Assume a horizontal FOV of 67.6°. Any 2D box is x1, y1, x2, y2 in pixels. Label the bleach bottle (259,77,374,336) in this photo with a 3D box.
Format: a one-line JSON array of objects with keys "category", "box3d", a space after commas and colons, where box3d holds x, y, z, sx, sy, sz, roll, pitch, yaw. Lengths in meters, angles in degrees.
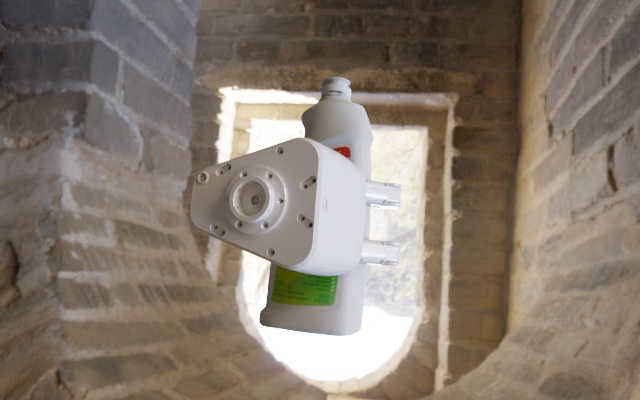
[{"category": "bleach bottle", "box3d": [0.000, 0.002, 0.481, 0.102, 0.251, 0.068, 1, -8, 22]}]
